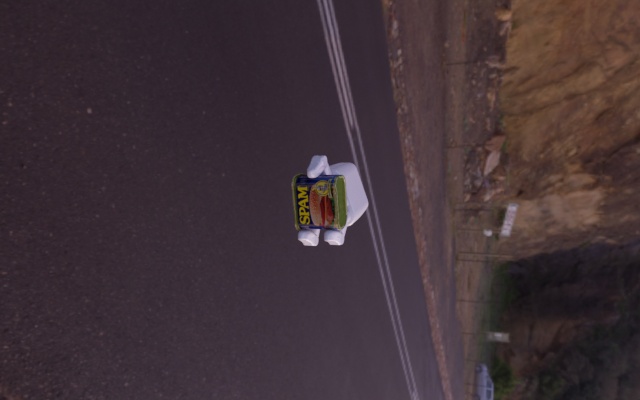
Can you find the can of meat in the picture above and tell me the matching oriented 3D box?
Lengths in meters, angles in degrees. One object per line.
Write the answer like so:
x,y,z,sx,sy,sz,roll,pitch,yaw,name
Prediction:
0.000,0.003,0.853,0.084,0.102,0.057,1,12,22,can of meat
